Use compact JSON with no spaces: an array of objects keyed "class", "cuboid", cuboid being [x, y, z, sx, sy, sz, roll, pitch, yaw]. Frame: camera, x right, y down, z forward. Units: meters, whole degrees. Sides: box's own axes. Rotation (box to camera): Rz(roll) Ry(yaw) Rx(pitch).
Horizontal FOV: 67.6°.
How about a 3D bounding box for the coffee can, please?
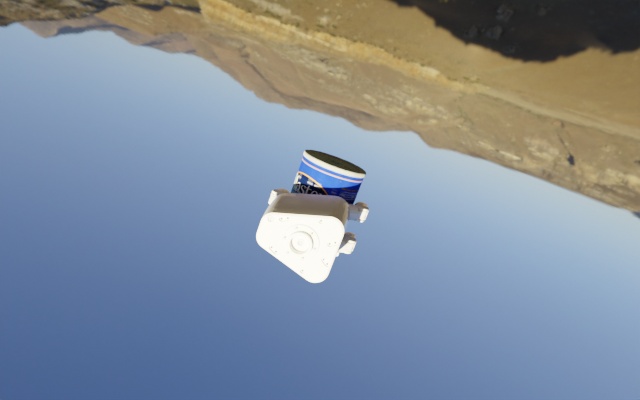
[{"class":"coffee can","cuboid":[0.000,0.002,0.759,0.103,0.140,0.102,19,14,-5]}]
